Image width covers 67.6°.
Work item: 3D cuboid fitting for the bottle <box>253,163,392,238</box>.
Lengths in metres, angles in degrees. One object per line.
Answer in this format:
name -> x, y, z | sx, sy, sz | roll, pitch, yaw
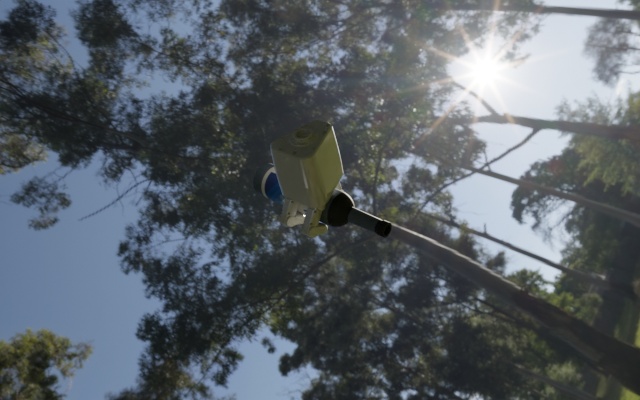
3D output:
bottle -> 0.000, 0.003, 0.879 | 0.295, 0.069, 0.069 | 23, 13, 35
